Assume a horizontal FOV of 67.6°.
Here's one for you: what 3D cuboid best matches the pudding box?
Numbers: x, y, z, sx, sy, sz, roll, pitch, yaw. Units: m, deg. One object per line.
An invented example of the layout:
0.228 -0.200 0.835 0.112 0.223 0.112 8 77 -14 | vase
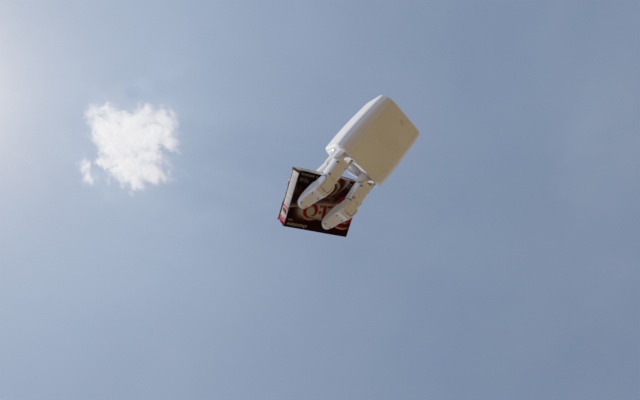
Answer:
0.000 0.002 0.737 0.113 0.090 0.039 12 12 -24 | pudding box
